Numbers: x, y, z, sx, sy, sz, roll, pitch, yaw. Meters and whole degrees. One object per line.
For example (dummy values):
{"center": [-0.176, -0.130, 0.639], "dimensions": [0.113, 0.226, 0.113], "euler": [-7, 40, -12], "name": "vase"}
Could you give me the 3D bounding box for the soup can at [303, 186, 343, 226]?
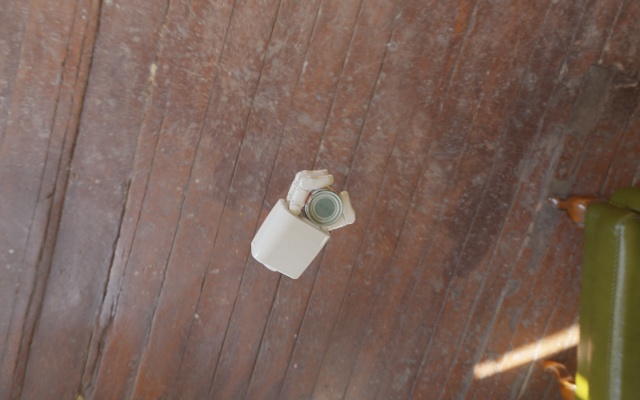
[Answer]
{"center": [0.001, 0.003, 0.881], "dimensions": [0.068, 0.068, 0.102], "euler": [0, 13, -9], "name": "soup can"}
